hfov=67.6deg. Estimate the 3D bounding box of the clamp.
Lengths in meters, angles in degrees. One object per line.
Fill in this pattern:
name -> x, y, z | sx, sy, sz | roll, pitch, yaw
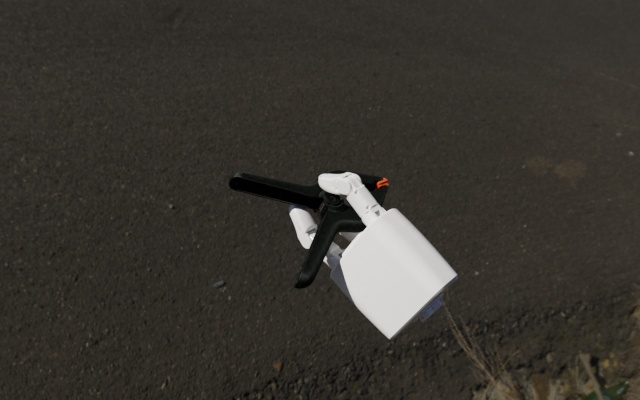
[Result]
clamp -> 0.001, 0.001, 0.601 | 0.210, 0.164, 0.036 | -26, -23, -38
